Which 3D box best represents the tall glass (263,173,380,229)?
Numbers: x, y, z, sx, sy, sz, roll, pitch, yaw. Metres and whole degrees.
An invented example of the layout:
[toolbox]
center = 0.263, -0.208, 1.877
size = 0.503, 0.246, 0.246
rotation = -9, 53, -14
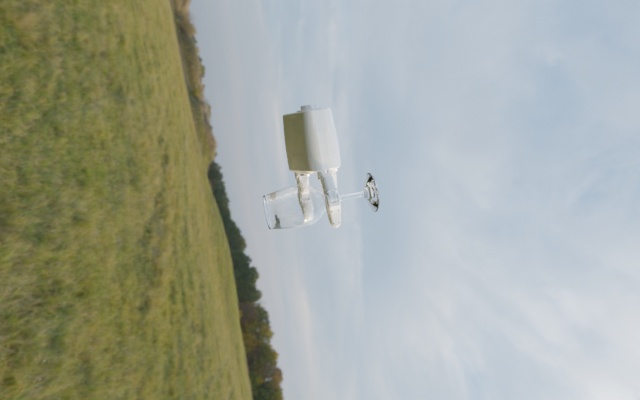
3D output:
[tall glass]
center = 0.001, 0.003, 0.864
size = 0.201, 0.079, 0.079
rotation = -11, 2, -12
